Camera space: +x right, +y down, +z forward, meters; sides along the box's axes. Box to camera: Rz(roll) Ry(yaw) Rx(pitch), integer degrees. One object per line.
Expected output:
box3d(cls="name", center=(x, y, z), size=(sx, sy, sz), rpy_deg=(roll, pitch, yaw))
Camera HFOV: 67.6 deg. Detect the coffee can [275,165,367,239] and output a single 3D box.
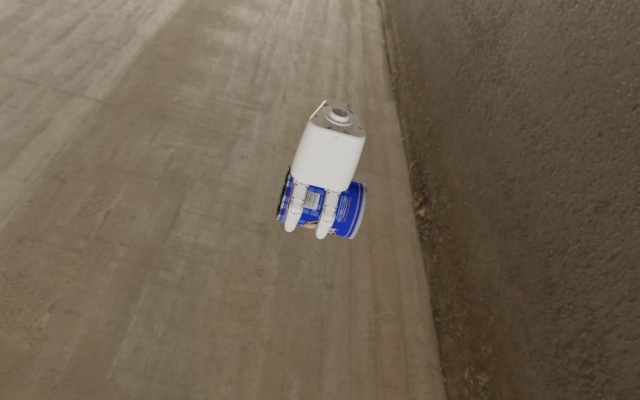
box3d(cls="coffee can", center=(0.000, 0.003, 0.847), size=(0.140, 0.103, 0.103), rpy_deg=(14, -2, -8))
